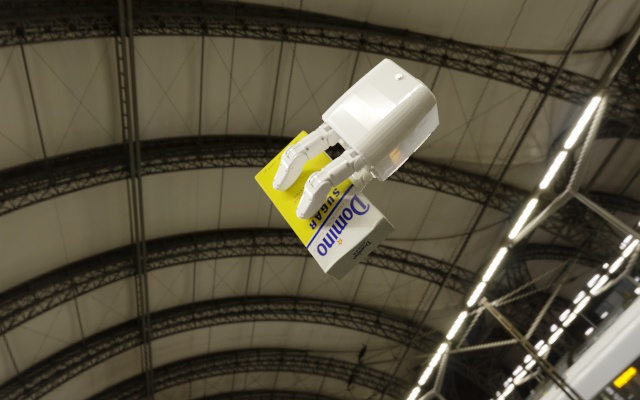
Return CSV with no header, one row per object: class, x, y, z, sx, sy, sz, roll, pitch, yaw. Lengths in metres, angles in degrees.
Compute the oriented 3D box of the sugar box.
sugar box,0.000,0.002,0.590,0.176,0.093,0.048,50,6,36
